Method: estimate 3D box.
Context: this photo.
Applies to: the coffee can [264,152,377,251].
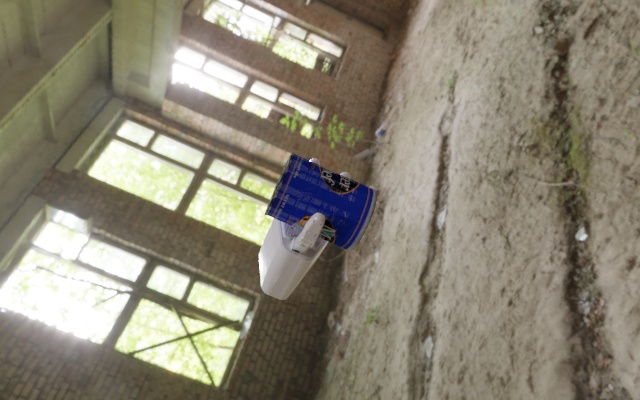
[{"bbox_3d":[0.000,0.002,0.719,0.140,0.103,0.103,24,-3,-7],"label":"coffee can"}]
